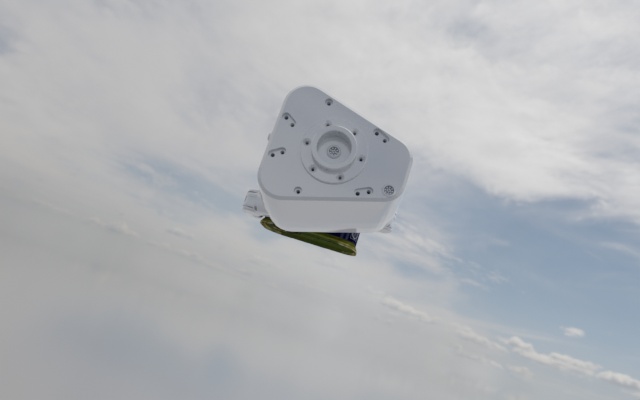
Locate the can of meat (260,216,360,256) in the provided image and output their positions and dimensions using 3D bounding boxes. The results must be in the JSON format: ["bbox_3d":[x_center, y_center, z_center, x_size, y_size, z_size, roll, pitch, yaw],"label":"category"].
[{"bbox_3d":[0.000,0.001,0.496,0.102,0.084,0.057,16,-13,9],"label":"can of meat"}]
